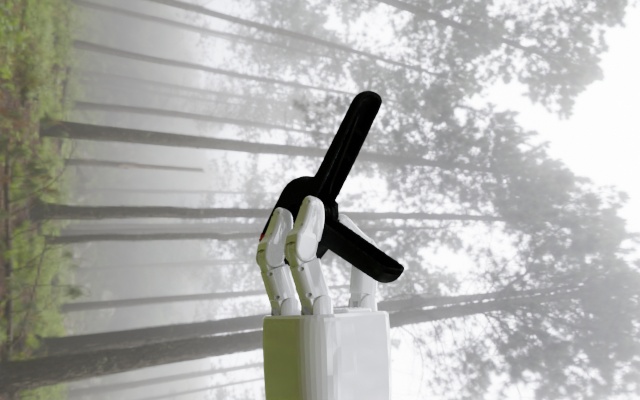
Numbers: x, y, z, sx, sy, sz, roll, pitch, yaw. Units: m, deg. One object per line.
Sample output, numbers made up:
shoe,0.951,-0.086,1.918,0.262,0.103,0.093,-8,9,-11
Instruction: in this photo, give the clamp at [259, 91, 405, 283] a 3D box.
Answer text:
clamp,0.000,0.002,0.458,0.036,0.164,0.210,9,-17,-32
